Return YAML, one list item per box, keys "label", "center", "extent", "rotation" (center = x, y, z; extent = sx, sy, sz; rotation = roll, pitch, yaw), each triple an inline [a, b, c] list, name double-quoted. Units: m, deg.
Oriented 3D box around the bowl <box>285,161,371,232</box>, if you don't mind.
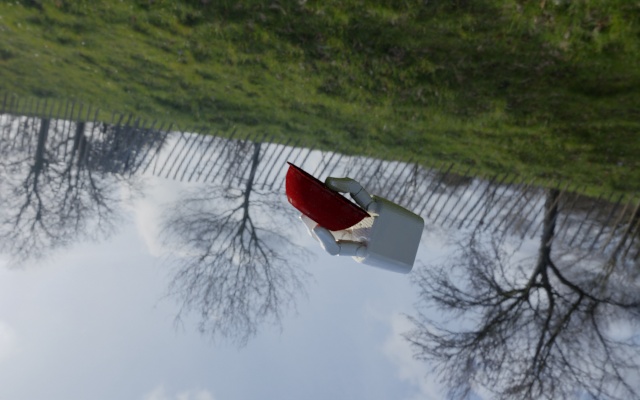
- label: "bowl"
  center: [-0.001, 0.002, 0.766]
  extent: [0.162, 0.055, 0.162]
  rotation: [34, 4, -2]
